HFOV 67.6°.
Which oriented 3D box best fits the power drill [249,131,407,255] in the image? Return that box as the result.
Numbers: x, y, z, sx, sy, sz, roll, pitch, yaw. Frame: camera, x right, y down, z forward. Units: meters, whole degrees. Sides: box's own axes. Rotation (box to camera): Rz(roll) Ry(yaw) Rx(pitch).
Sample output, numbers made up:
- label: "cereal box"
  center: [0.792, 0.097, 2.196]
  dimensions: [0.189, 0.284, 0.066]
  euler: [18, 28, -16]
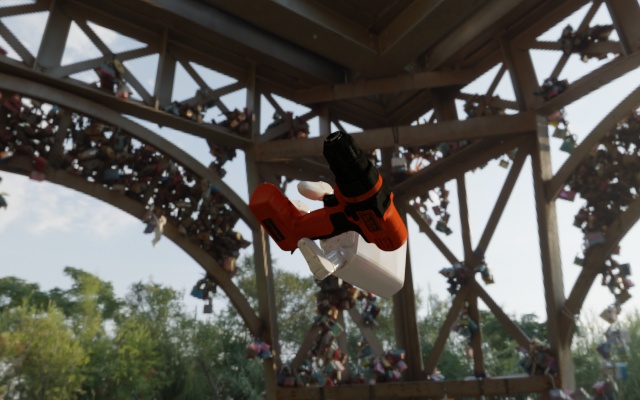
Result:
- label: "power drill"
  center: [0.000, 0.002, 0.622]
  dimensions: [0.187, 0.184, 0.057]
  euler: [-9, 37, 35]
